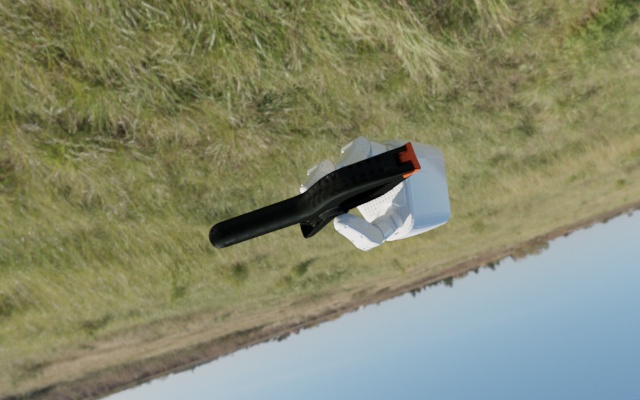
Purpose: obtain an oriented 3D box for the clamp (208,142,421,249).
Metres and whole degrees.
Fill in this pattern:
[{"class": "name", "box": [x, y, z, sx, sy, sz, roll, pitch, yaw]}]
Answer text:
[{"class": "clamp", "box": [0.001, 0.002, 0.478, 0.210, 0.036, 0.164, -30, -15, 38]}]
